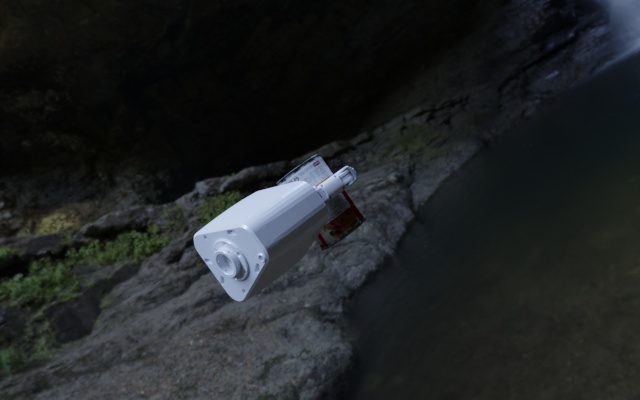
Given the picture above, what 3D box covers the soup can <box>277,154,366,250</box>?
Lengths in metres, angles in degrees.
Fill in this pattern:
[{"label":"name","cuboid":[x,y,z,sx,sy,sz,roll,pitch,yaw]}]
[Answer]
[{"label":"soup can","cuboid":[0.000,0.001,0.600,0.068,0.102,0.068,-36,1,1]}]
